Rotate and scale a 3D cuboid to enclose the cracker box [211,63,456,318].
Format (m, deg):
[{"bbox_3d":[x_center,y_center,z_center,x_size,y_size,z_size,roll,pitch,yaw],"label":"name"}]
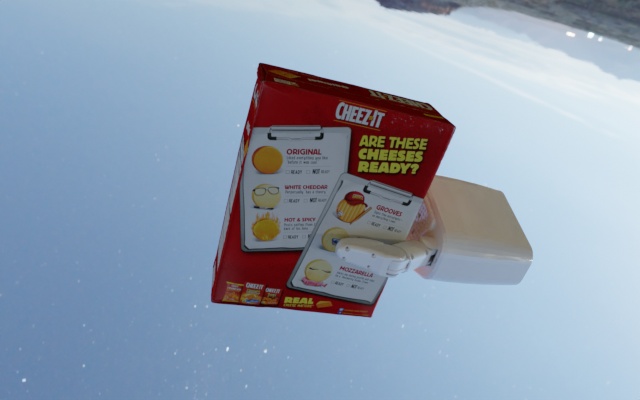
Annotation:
[{"bbox_3d":[0.000,0.002,0.438,0.164,0.214,0.072,9,27,-17],"label":"cracker box"}]
